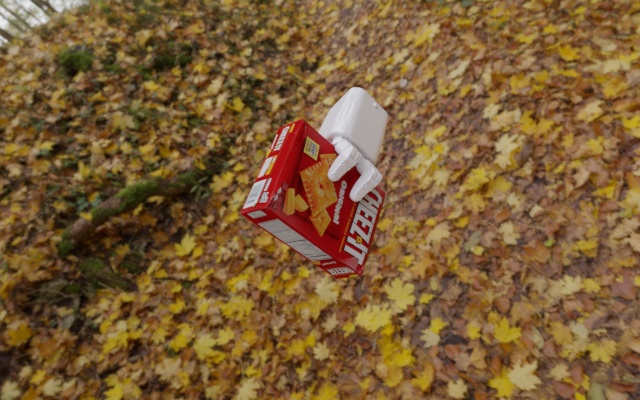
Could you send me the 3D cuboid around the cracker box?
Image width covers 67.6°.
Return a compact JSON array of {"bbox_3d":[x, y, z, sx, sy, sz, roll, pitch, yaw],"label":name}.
[{"bbox_3d":[0.000,0.002,0.756,0.214,0.164,0.072,38,-32,-30],"label":"cracker box"}]
